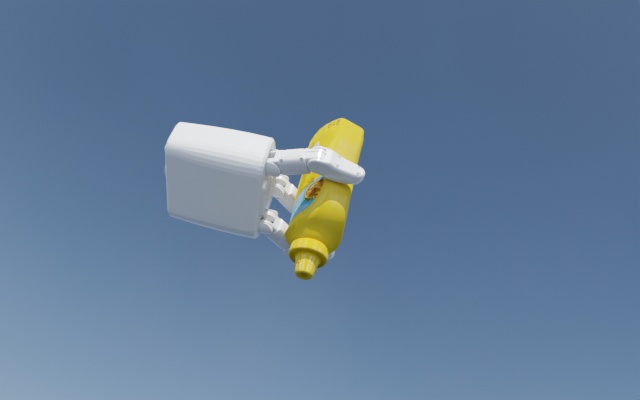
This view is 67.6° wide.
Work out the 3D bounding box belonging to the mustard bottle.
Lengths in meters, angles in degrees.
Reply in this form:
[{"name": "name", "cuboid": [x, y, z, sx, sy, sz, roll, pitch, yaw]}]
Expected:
[{"name": "mustard bottle", "cuboid": [0.000, 0.002, 0.536, 0.058, 0.191, 0.096, 27, -40, -17]}]
